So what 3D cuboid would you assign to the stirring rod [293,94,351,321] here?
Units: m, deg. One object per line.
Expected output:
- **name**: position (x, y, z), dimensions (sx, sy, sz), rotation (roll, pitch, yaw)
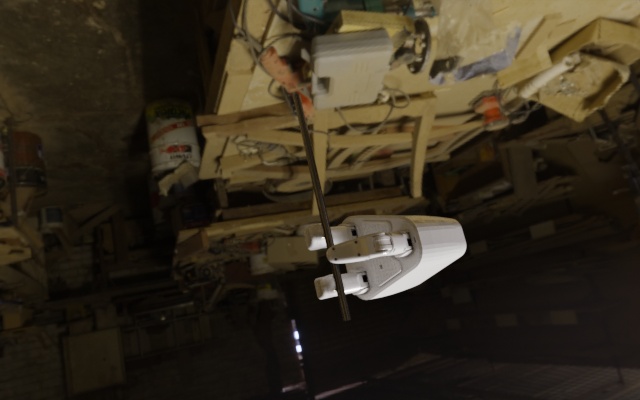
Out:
- **stirring rod**: position (0.000, 0.001, 0.488), dimensions (0.011, 0.239, 0.011), rotation (-12, -12, -3)
